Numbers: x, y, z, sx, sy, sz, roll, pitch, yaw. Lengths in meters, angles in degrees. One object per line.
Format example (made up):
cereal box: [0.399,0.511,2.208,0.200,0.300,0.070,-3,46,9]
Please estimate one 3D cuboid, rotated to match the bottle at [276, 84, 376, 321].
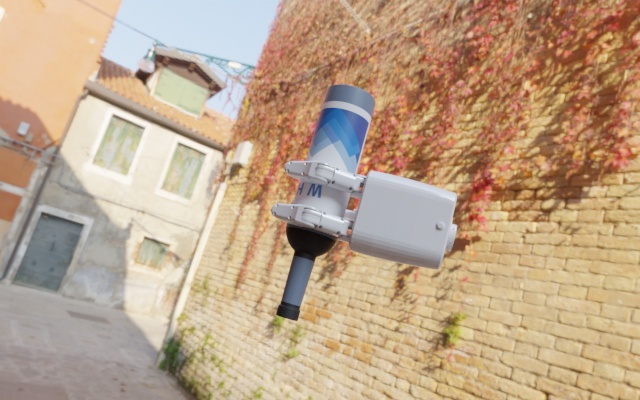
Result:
bottle: [0.000,0.002,0.598,0.069,0.295,0.069,16,-12,3]
